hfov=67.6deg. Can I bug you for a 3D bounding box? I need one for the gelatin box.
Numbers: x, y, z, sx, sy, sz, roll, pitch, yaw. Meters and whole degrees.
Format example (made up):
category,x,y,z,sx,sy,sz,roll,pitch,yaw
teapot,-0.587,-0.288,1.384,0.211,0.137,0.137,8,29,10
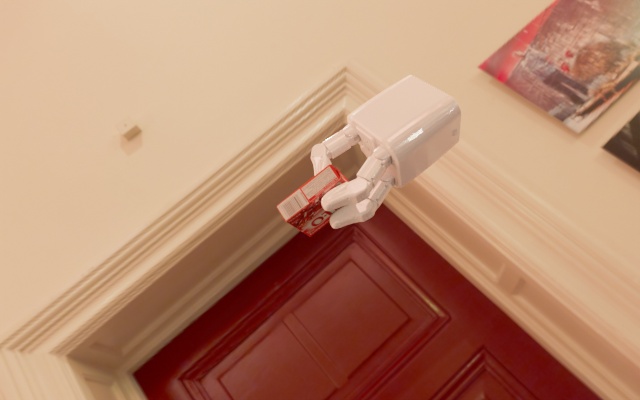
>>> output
category,x,y,z,sx,sy,sz,roll,pitch,yaw
gelatin box,0.000,0.002,0.607,0.089,0.030,0.073,-38,-29,8
